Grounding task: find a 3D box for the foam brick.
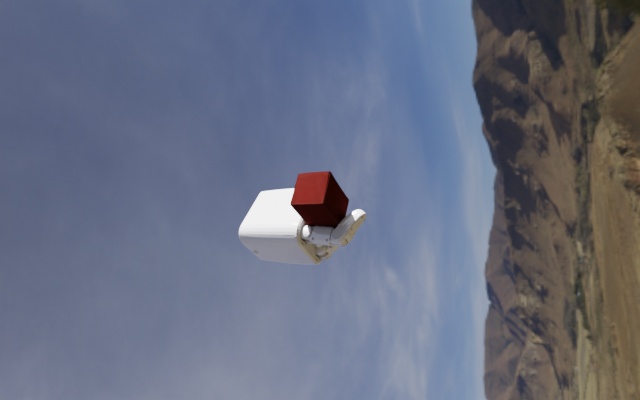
[{"bbox_3d":[0.000,0.002,0.669,0.051,0.053,0.078,0,-31,25],"label":"foam brick"}]
